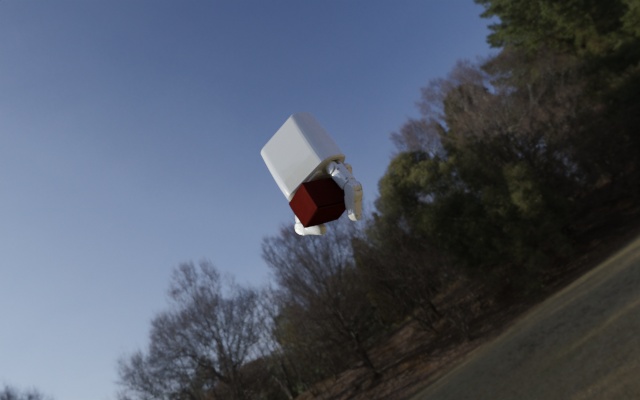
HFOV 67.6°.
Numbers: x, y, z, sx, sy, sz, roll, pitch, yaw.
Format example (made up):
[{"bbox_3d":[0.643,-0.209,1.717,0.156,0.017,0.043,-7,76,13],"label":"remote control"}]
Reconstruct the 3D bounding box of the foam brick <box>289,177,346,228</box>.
[{"bbox_3d":[0.000,0.003,0.748,0.078,0.051,0.053,-13,-31,-43],"label":"foam brick"}]
